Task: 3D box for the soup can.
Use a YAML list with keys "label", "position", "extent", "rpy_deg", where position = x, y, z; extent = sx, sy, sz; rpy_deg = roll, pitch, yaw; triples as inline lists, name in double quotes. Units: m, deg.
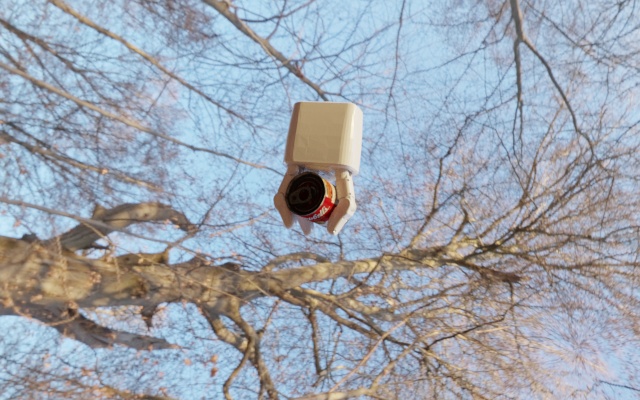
- label: "soup can"
  position: [0.000, 0.003, 0.739]
  extent: [0.068, 0.068, 0.102]
  rpy_deg: [0, -15, 28]
